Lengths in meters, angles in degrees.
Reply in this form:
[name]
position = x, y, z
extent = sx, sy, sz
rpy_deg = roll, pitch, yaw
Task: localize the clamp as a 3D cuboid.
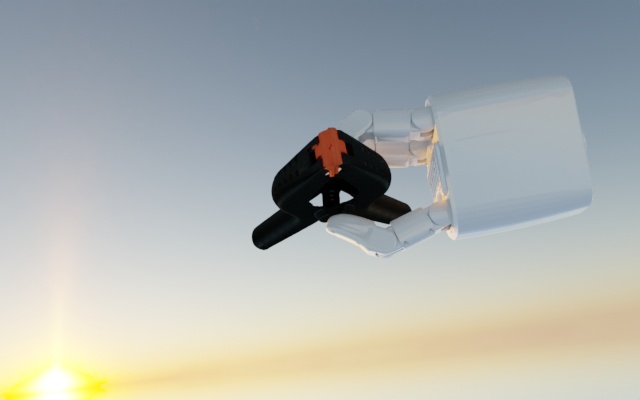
[clamp]
position = 0.000, 0.002, 0.408
extent = 0.164, 0.036, 0.210
rpy_deg = -12, -19, 5
